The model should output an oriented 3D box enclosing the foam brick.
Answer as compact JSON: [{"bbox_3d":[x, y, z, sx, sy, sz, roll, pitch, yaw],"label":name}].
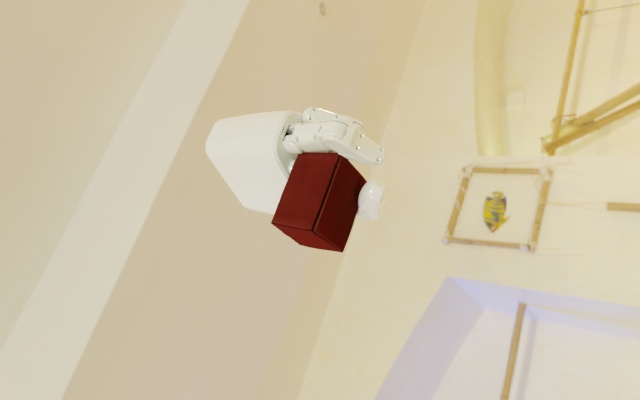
[{"bbox_3d":[0.000,0.002,0.441,0.051,0.078,0.053,5,-25,37],"label":"foam brick"}]
